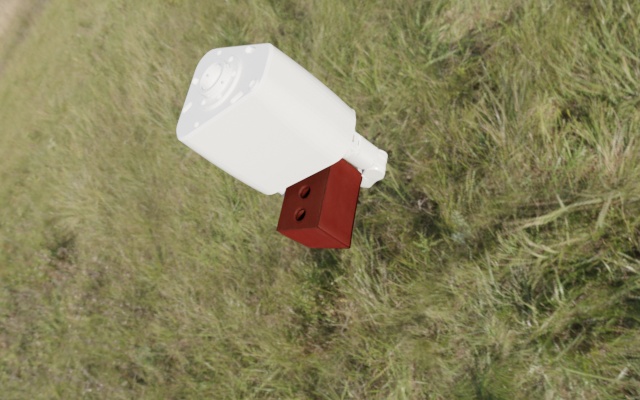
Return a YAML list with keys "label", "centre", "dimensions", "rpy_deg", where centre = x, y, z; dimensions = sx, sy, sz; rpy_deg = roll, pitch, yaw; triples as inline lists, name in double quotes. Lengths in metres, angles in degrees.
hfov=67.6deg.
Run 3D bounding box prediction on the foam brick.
- label: "foam brick"
  centre: [0.000, 0.002, 0.452]
  dimensions: [0.053, 0.078, 0.051]
  rpy_deg: [-6, -26, 38]
